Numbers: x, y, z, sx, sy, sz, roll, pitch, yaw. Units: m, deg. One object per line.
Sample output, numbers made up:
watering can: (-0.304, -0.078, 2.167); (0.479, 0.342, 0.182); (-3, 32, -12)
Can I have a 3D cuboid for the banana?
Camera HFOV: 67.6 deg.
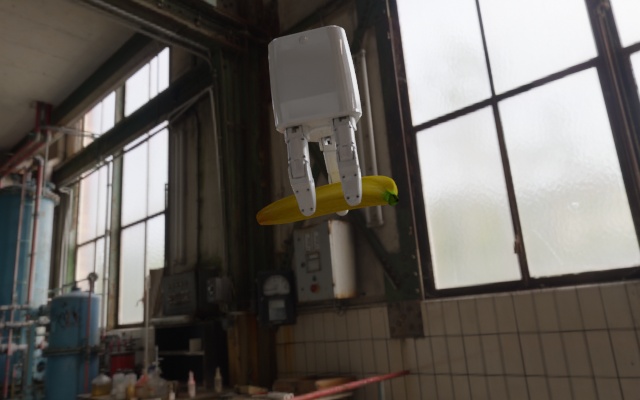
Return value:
banana: (0.013, -0.001, 0.570); (0.198, 0.037, 0.069); (-12, 2, 35)
